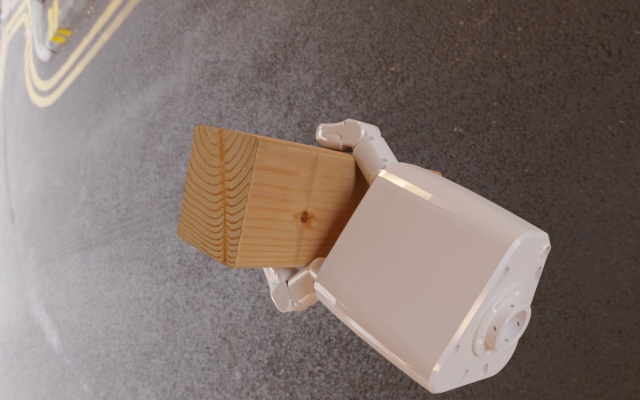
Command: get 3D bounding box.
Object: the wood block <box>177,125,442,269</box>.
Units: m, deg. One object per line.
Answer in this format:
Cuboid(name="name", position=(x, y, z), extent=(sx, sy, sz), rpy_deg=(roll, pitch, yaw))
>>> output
Cuboid(name="wood block", position=(0.000, 0.001, 0.405), extent=(0.206, 0.091, 0.090), rpy_deg=(6, 8, -42))
